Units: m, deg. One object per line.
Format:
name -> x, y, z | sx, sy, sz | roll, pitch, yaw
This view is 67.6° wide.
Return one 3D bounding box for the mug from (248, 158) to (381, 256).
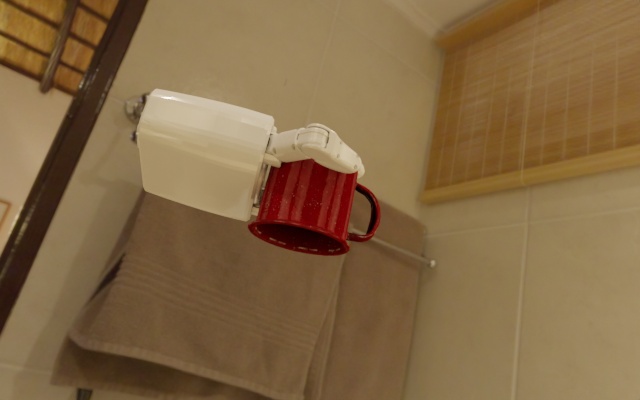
mug -> 0.002, 0.002, 0.441 | 0.117, 0.081, 0.093 | 15, -19, -6
